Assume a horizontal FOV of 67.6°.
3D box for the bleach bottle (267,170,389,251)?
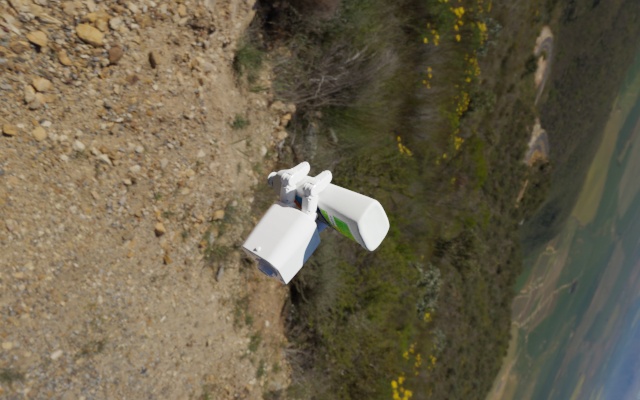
[{"bbox_3d":[0.000,0.003,0.881,0.250,0.068,0.103,24,-23,36],"label":"bleach bottle"}]
